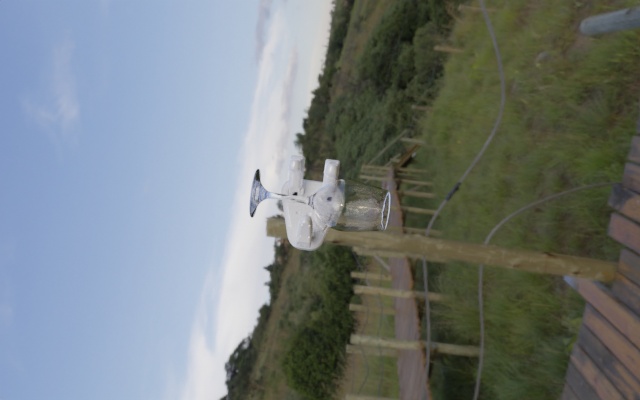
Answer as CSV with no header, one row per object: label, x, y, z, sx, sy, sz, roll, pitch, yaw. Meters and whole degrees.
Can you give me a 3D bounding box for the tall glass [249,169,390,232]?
tall glass,-0.001,0.002,0.714,0.201,0.079,0.079,8,0,1
